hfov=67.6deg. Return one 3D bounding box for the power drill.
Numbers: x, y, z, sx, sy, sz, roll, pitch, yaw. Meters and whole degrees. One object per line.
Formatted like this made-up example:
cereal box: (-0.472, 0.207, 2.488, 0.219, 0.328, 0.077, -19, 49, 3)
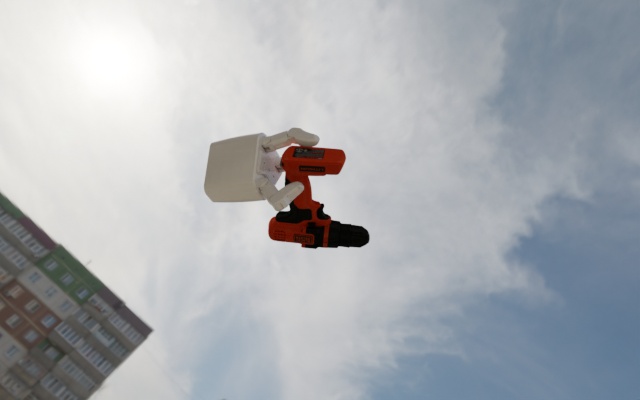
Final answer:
power drill: (0.000, 0.002, 0.825, 0.184, 0.188, 0.057, 4, 32, 2)
